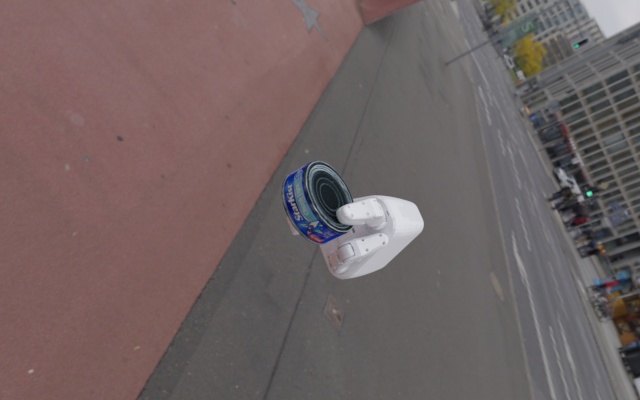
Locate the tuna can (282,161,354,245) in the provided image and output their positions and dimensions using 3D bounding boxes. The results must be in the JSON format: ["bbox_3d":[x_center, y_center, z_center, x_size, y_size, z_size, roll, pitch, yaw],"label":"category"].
[{"bbox_3d":[0.000,0.001,0.511,0.034,0.086,0.086,-28,-15,32],"label":"tuna can"}]
